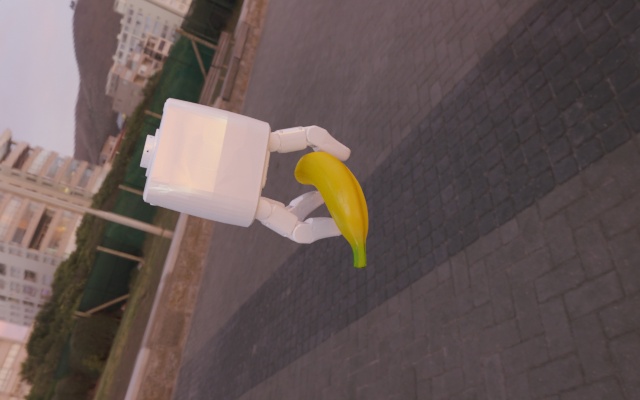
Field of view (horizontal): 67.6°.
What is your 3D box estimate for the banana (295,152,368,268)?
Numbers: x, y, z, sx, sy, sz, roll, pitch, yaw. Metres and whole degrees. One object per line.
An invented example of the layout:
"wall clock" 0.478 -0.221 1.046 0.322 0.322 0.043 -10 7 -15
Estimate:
"banana" 0.006 -0.013 0.494 0.037 0.070 0.197 7 25 -22
